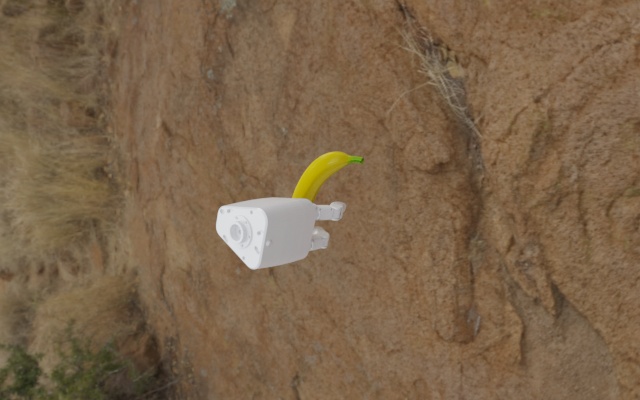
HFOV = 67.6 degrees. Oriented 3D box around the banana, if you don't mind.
[{"bbox_3d":[-0.011,-0.012,0.802,0.069,0.198,0.037,44,25,19],"label":"banana"}]
